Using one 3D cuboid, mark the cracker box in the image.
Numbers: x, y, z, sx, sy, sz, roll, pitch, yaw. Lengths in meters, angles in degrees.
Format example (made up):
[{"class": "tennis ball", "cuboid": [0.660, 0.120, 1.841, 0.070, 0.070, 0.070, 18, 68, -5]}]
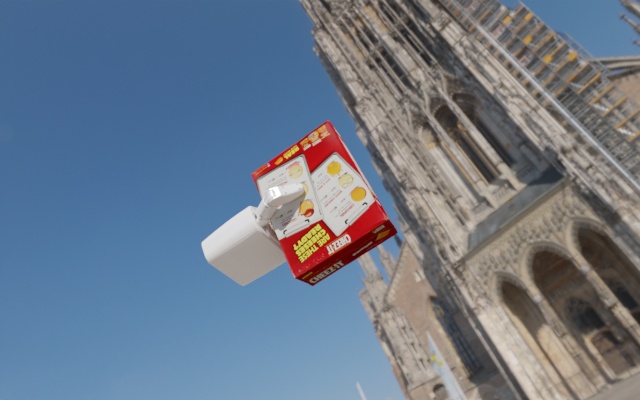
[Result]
[{"class": "cracker box", "cuboid": [0.000, 0.002, 0.767, 0.164, 0.213, 0.072, -34, -32, 10]}]
